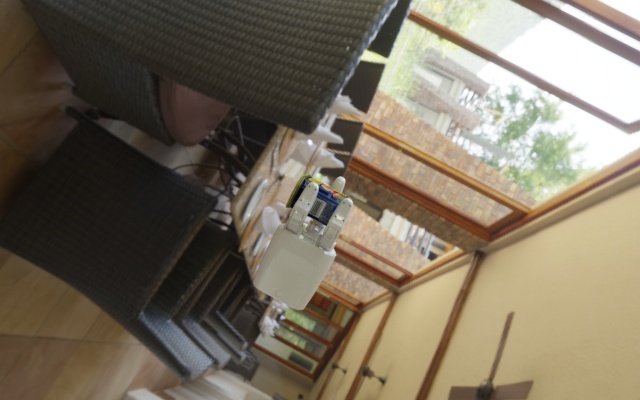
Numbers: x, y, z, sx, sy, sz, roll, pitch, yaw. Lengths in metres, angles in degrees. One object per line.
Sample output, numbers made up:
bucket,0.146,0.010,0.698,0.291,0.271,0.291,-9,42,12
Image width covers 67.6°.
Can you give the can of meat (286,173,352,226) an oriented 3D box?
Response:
can of meat,0.000,0.003,0.747,0.084,0.057,0.102,28,6,3
